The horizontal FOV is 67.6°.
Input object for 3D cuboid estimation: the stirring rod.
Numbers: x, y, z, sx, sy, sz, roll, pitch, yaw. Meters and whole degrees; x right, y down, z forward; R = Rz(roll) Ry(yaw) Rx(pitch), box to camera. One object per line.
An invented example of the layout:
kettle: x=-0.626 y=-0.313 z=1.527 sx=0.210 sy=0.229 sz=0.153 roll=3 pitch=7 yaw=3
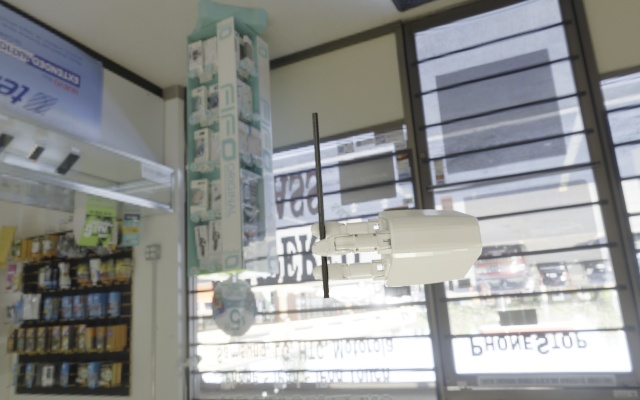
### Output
stirring rod: x=0.000 y=0.002 z=0.607 sx=0.011 sy=0.239 sz=0.011 roll=-4 pitch=-12 yaw=-1
